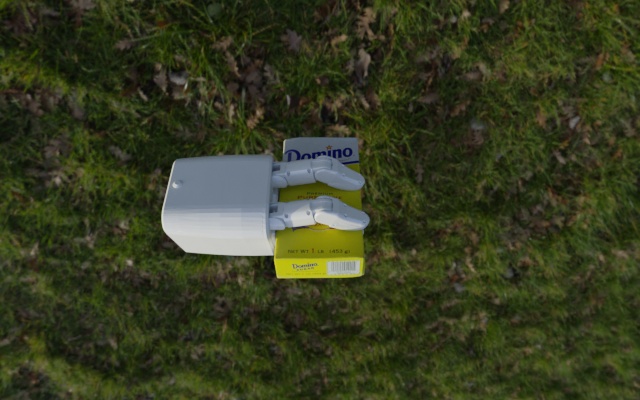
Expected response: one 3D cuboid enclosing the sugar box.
[{"bbox_3d":[0.000,0.002,0.541,0.093,0.176,0.048,-1,-37,0],"label":"sugar box"}]
